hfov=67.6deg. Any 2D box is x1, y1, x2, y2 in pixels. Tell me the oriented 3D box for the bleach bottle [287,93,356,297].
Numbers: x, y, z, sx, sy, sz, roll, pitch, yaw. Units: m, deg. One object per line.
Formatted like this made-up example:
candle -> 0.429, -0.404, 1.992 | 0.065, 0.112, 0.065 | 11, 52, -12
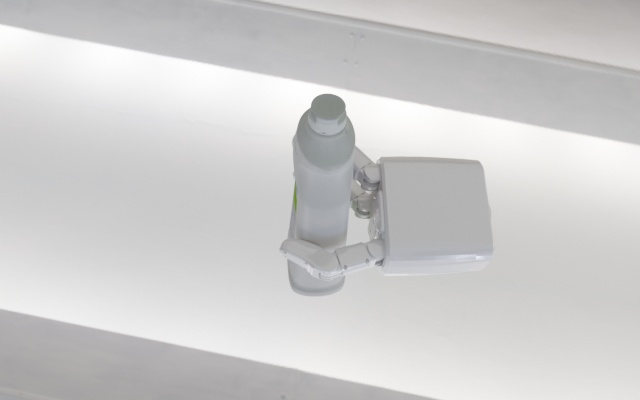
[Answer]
bleach bottle -> 0.000, 0.001, 0.473 | 0.068, 0.102, 0.251 | -2, -33, -5
